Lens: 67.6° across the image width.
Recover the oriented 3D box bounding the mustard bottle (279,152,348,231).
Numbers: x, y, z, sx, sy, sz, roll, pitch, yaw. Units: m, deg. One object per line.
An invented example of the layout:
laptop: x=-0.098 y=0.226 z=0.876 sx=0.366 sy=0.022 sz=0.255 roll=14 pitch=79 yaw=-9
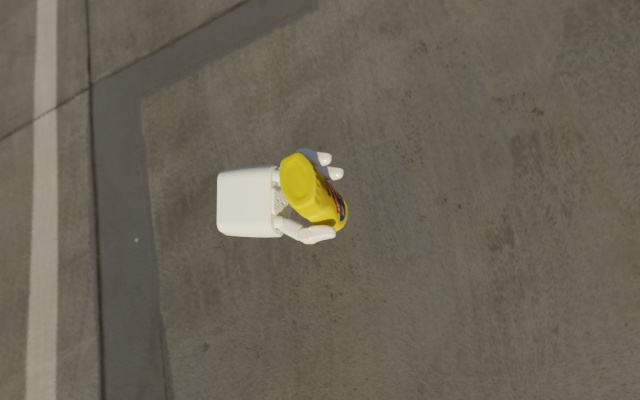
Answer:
mustard bottle: x=0.000 y=0.002 z=0.778 sx=0.058 sy=0.096 sz=0.192 roll=-26 pitch=-29 yaw=12
